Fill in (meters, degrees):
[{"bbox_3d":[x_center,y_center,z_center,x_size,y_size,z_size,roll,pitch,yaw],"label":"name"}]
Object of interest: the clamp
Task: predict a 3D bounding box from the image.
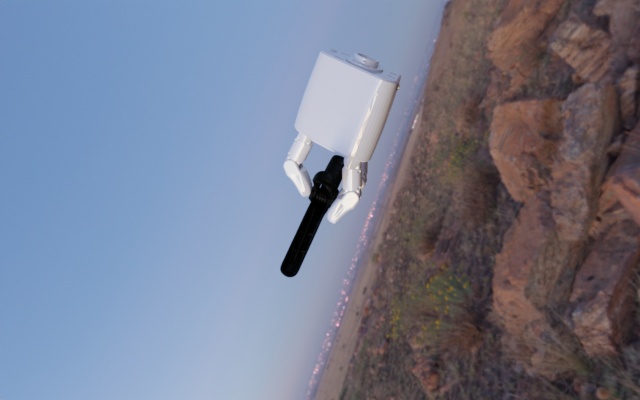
[{"bbox_3d":[0.000,0.001,0.672,0.036,0.165,0.210,25,26,3],"label":"clamp"}]
